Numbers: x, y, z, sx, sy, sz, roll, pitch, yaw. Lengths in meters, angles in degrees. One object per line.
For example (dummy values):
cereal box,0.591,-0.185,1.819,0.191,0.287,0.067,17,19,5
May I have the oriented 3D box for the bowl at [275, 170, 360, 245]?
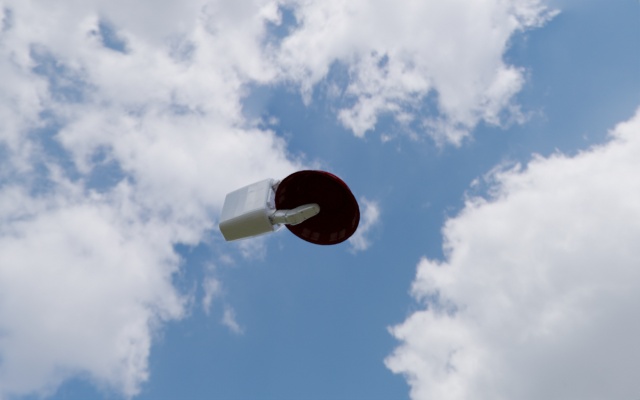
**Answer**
bowl,0.002,0.003,0.878,0.162,0.162,0.055,0,32,21
